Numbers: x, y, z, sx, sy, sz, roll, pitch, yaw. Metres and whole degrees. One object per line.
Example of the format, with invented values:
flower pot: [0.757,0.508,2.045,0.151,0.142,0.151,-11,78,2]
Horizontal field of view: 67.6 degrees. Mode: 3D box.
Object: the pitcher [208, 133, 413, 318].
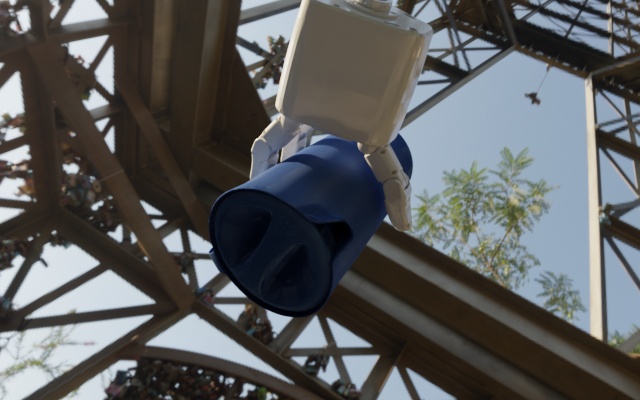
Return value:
pitcher: [0.000,0.002,0.514,0.149,0.145,0.242,27,37,17]
